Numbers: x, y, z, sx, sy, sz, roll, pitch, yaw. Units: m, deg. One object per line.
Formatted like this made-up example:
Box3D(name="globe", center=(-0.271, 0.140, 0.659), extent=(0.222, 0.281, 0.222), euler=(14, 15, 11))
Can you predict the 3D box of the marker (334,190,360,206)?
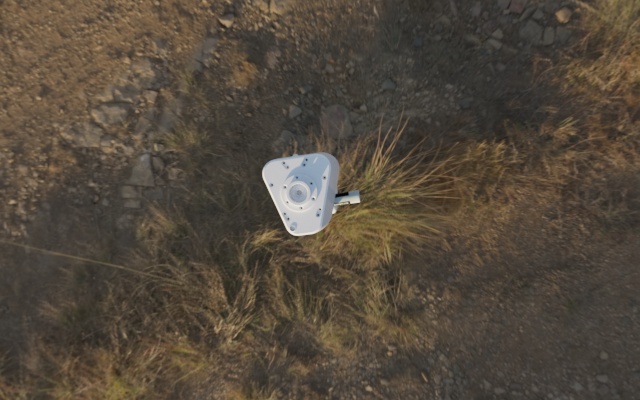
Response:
Box3D(name="marker", center=(0.000, 0.002, 0.735), extent=(0.121, 0.020, 0.020), euler=(-9, -1, 6))
